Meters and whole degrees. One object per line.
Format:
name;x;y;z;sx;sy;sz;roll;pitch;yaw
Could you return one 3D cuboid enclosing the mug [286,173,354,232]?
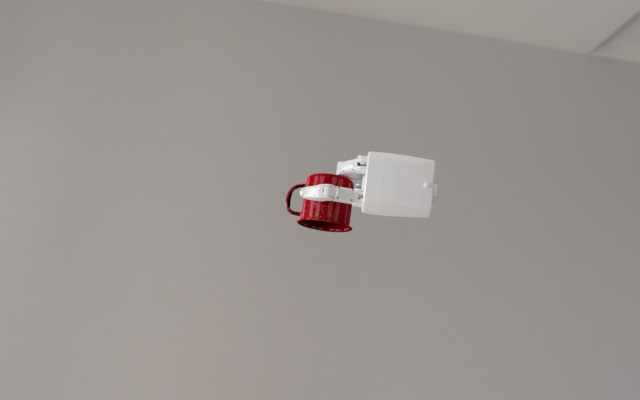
mug;-0.001;0.002;0.801;0.117;0.081;0.093;7;-14;6
